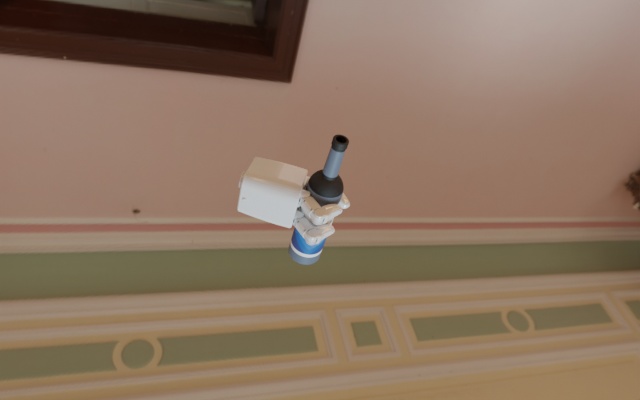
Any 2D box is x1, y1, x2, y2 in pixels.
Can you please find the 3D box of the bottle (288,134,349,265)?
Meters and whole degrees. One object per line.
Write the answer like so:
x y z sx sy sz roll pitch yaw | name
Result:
0.000 0.003 0.882 0.069 0.069 0.296 0 -44 -19 | bottle
